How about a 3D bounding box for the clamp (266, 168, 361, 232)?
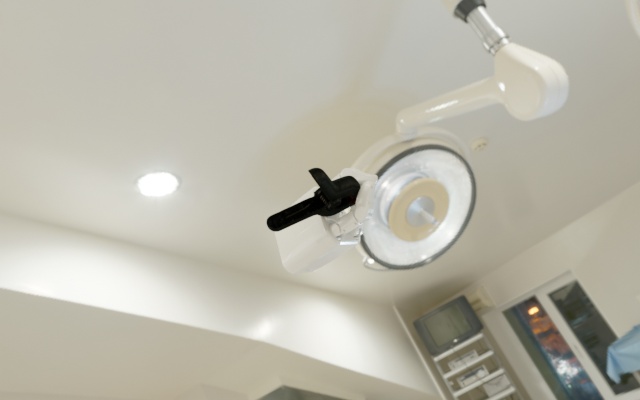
[{"bbox_3d":[0.000,0.002,0.699,0.120,0.039,0.171,-38,-22,25],"label":"clamp"}]
